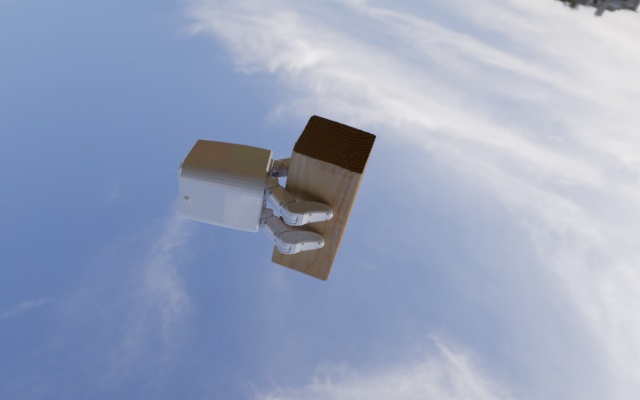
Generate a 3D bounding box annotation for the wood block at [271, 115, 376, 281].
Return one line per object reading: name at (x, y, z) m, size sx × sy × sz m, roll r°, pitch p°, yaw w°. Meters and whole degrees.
wood block at (0.000, 0.002, 0.653) m, size 0.090 × 0.206 × 0.090 m, roll 19°, pitch 43°, yaw 4°
